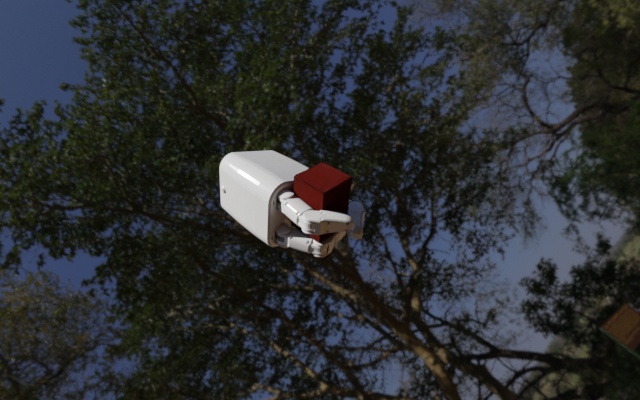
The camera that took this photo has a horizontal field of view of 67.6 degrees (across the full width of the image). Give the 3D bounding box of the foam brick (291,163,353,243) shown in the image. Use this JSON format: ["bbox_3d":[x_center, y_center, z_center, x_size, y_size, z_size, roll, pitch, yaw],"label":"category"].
[{"bbox_3d":[0.000,0.002,0.591,0.051,0.078,0.053,32,43,32],"label":"foam brick"}]
